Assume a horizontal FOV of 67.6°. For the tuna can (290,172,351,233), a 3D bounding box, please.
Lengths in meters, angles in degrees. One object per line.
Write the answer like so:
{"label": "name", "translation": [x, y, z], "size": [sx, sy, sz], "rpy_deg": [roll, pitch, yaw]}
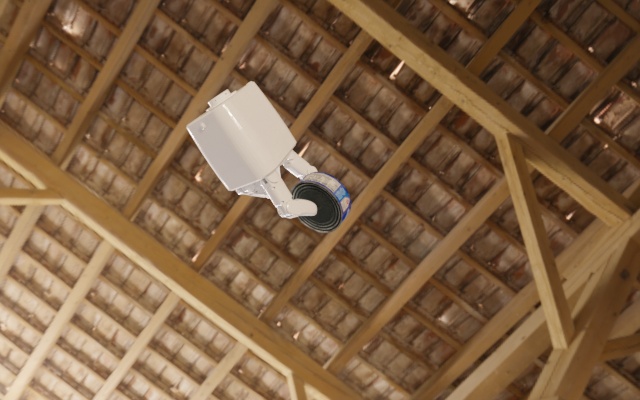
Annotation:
{"label": "tuna can", "translation": [0.000, 0.002, 0.683], "size": [0.086, 0.086, 0.033], "rpy_deg": [0, 32, 35]}
